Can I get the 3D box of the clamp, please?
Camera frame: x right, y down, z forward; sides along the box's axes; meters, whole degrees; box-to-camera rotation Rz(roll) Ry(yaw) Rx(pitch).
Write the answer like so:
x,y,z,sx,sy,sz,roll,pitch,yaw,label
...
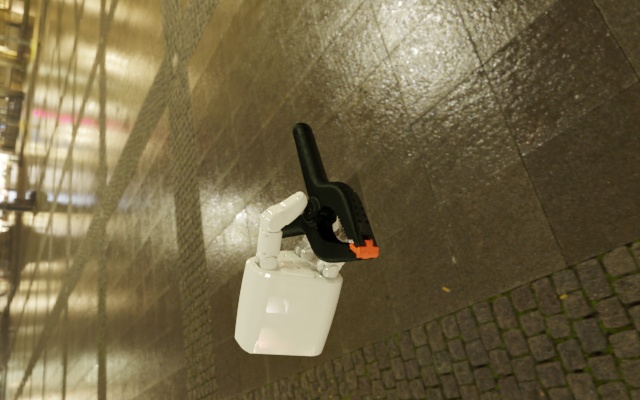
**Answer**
x,y,z,sx,sy,sz,roll,pitch,yaw,label
0.000,0.002,0.569,0.036,0.164,0.210,2,17,-34,clamp
